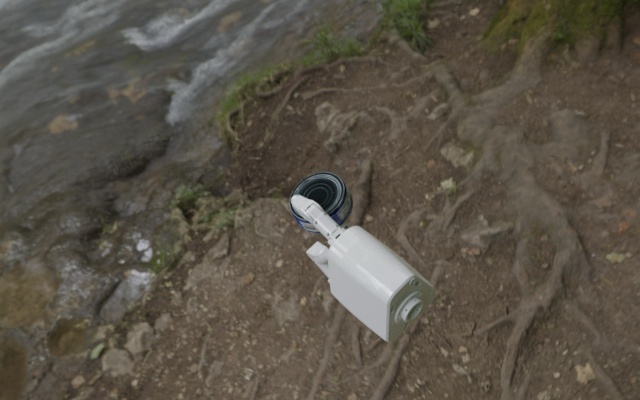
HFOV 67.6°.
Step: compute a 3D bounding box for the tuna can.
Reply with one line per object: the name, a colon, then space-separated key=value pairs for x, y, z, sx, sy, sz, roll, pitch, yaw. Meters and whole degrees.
tuna can: x=0.000 y=0.002 z=0.672 sx=0.086 sy=0.086 sz=0.034 roll=0 pitch=-34 yaw=26
